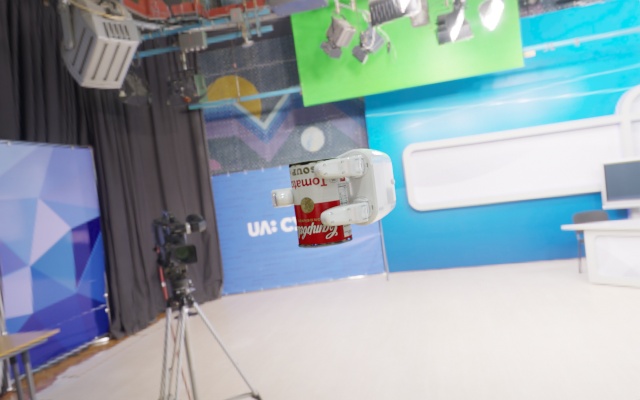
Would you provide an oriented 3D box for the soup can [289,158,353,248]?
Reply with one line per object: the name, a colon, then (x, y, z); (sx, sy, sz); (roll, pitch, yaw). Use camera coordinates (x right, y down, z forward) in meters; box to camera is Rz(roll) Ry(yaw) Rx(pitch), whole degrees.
soup can: (0.000, 0.002, 0.584); (0.068, 0.102, 0.068); (-7, 3, 0)
